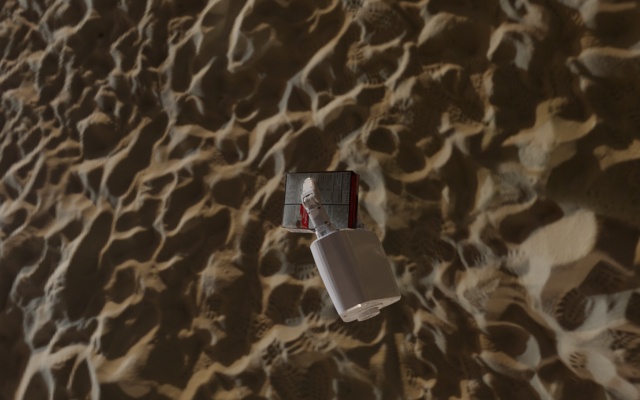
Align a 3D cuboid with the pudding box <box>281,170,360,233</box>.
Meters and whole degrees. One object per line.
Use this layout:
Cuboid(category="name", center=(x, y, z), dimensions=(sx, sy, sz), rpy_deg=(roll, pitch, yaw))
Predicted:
Cuboid(category="pudding box", center=(0.000, 0.002, 0.715), dimensions=(0.113, 0.090, 0.039), rpy_deg=(1, -11, 23))
